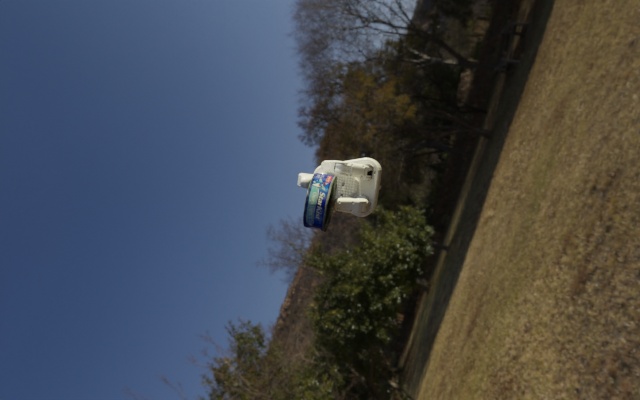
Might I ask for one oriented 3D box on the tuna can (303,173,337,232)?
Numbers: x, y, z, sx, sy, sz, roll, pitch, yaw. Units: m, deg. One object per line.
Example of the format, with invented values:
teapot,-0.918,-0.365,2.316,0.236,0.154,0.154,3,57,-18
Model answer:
tuna can,0.000,0.002,0.721,0.034,0.086,0.086,12,1,8
